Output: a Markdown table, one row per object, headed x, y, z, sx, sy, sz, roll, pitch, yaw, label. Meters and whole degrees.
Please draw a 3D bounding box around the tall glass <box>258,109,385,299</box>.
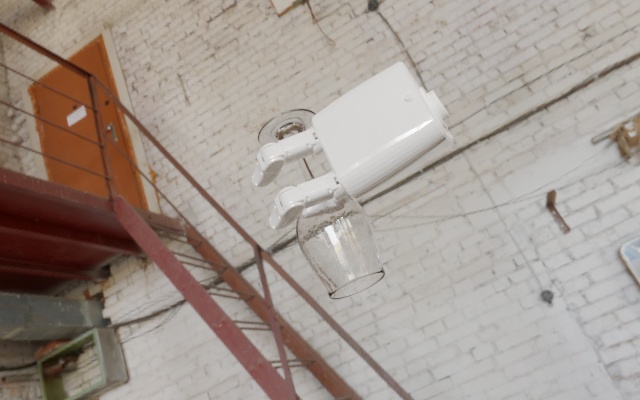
| x | y | z | sx | sy | sz | roll | pitch | yaw | label |
| --- | --- | --- | --- | --- | --- | --- | --- | --- | --- |
| 0.000 | 0.001 | 0.515 | 0.079 | 0.201 | 0.079 | -20 | -23 | -9 | tall glass |
